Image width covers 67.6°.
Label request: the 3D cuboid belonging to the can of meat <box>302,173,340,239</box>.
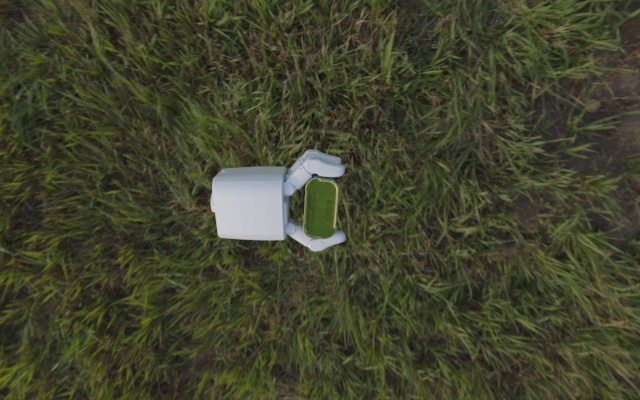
[{"bbox_3d":[0.000,0.003,0.754,0.057,0.102,0.084,3,15,-1],"label":"can of meat"}]
